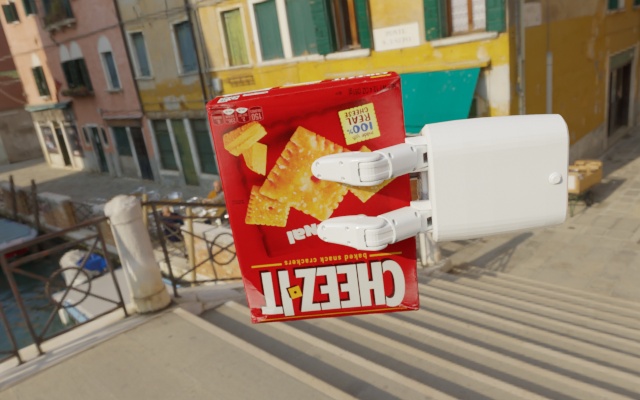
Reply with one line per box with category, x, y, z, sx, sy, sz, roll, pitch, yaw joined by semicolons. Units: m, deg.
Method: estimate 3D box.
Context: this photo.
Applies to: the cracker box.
cracker box;0.000;0.001;0.440;0.164;0.214;0.072;-6;18;7
